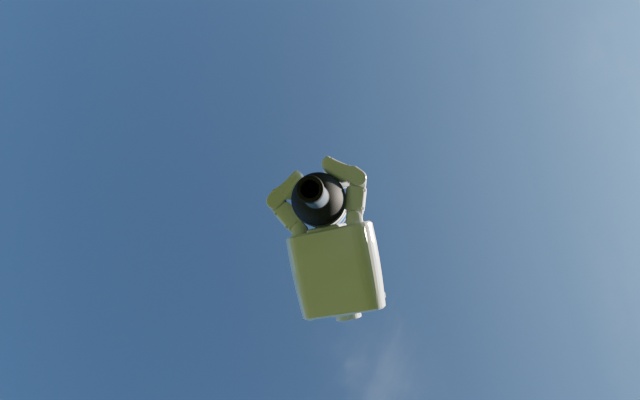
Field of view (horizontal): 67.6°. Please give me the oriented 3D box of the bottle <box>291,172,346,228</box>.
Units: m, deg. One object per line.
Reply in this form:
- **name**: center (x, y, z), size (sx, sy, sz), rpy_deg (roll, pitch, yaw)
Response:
- **bottle**: center (0.000, 0.002, 0.615), size (0.069, 0.069, 0.296), rpy_deg (0, -5, 4)
